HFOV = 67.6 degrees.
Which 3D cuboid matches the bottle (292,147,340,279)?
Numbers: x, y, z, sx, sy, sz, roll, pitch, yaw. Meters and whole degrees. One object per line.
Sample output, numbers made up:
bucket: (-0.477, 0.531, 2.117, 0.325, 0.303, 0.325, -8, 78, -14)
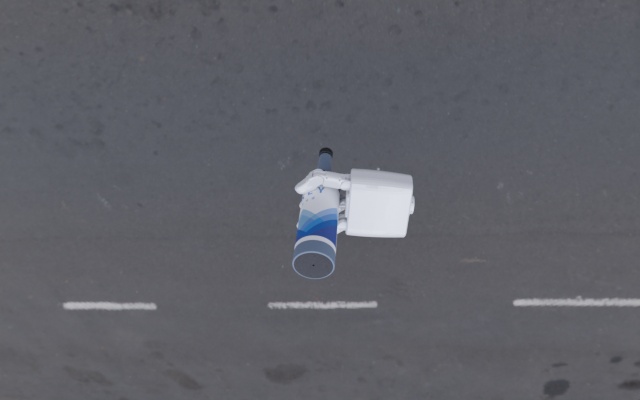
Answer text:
bottle: (0.000, 0.003, 0.849, 0.069, 0.069, 0.295, 0, 42, 6)
